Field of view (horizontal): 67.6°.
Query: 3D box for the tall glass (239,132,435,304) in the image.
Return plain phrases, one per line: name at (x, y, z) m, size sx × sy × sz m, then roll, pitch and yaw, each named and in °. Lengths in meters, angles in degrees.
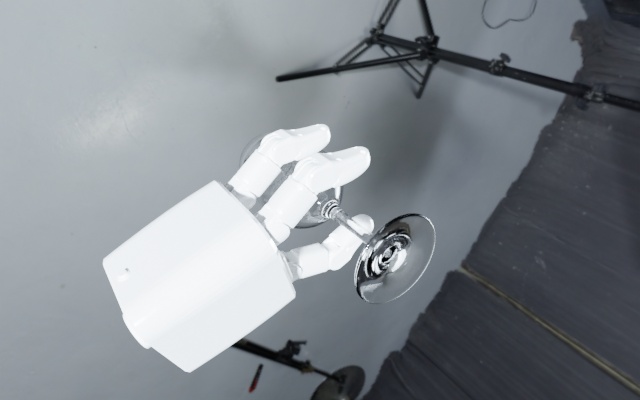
tall glass at (0.001, 0.002, 0.411) m, size 0.079 × 0.079 × 0.201 m, roll 0°, pitch 25°, yaw -37°
